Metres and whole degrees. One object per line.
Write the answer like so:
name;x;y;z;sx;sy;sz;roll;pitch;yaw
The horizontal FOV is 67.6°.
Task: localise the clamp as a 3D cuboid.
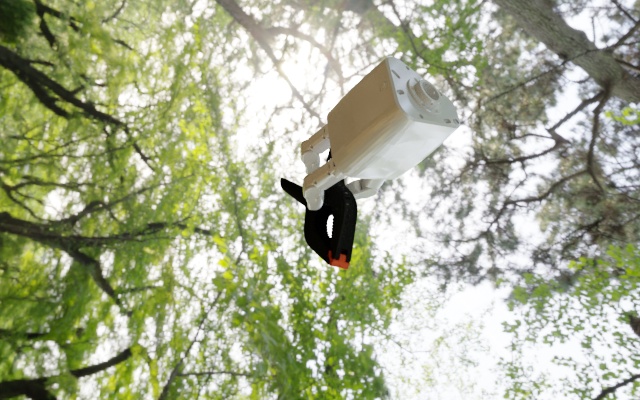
clamp;0.001;0.003;0.643;0.036;0.209;0.165;17;-39;-32
